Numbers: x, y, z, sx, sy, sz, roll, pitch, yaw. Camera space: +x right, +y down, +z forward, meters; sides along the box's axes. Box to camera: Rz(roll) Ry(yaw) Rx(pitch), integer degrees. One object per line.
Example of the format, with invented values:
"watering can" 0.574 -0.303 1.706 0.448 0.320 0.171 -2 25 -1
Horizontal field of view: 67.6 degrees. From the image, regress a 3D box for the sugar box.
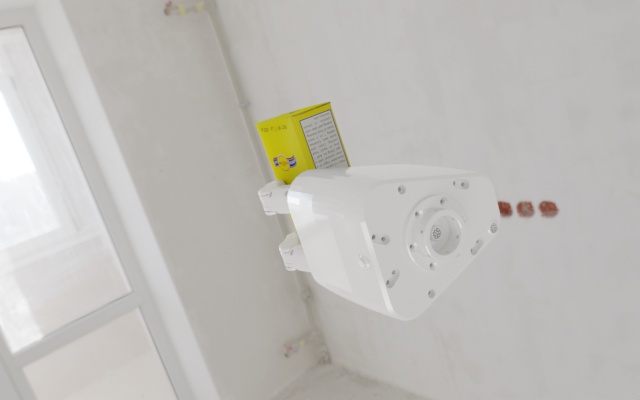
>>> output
"sugar box" 0.000 0.002 0.451 0.048 0.176 0.093 -23 14 -23
